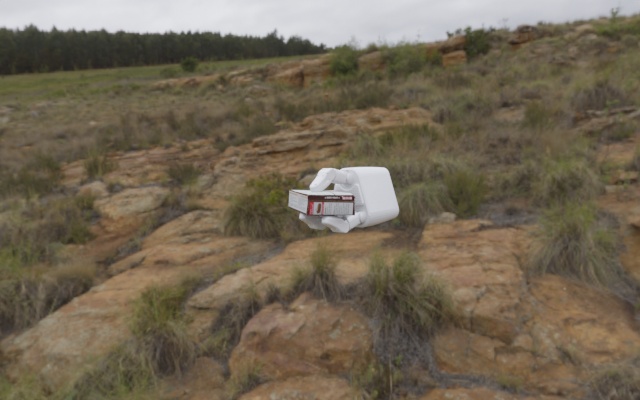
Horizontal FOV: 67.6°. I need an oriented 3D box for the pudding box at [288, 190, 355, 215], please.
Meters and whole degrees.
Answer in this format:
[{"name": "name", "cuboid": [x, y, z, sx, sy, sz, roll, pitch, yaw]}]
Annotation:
[{"name": "pudding box", "cuboid": [0.000, 0.003, 0.853, 0.090, 0.039, 0.113, 0, 4, -20]}]
